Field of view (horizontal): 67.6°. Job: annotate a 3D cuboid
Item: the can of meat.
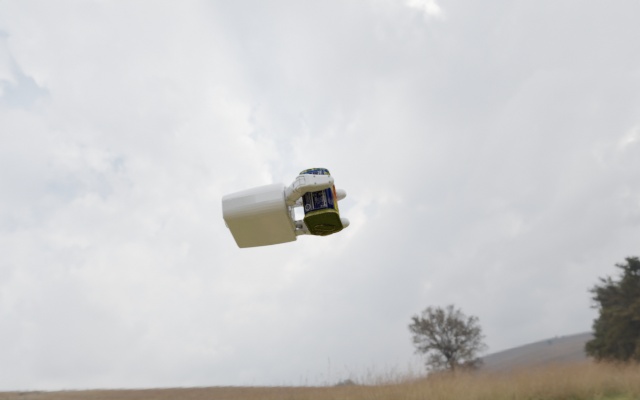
[{"bbox_3d":[0.000,0.002,0.799,0.057,0.084,0.102,-12,-24,6],"label":"can of meat"}]
